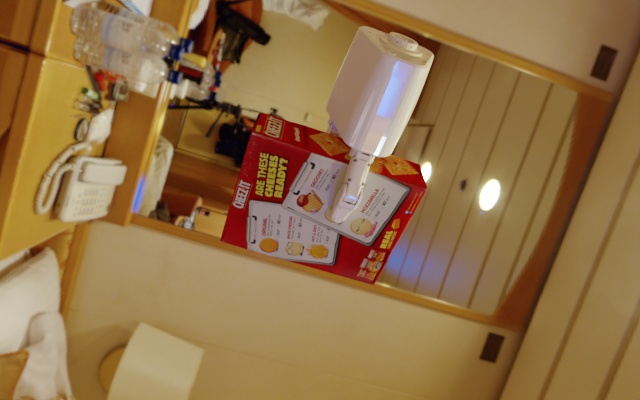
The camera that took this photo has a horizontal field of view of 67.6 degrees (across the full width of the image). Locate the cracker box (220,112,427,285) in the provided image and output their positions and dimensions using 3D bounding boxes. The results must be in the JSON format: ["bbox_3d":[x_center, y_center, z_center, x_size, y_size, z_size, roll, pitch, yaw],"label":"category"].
[{"bbox_3d":[0.000,0.002,0.605,0.214,0.164,0.072,17,32,-9],"label":"cracker box"}]
